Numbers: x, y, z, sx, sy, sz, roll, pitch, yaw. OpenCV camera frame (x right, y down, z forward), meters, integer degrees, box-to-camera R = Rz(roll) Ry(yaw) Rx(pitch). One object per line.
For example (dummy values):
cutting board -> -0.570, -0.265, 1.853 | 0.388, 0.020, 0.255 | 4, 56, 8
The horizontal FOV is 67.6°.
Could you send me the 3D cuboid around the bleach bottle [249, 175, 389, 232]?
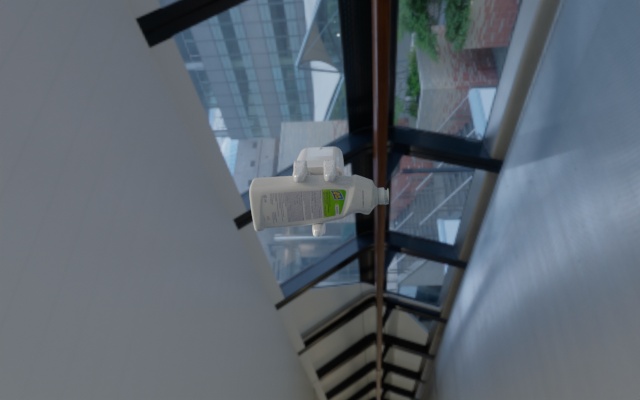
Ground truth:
bleach bottle -> 0.000, 0.003, 0.888 | 0.251, 0.103, 0.068 | -2, 29, 5
